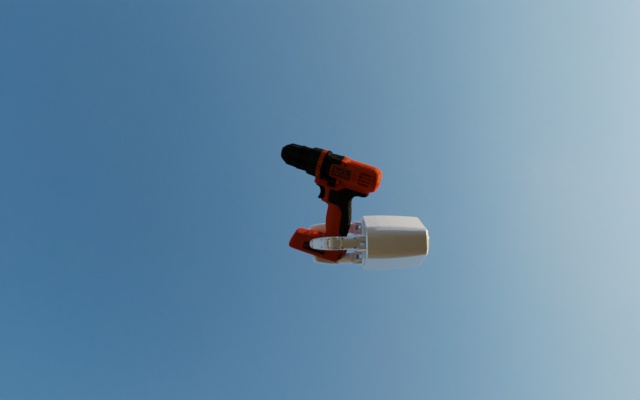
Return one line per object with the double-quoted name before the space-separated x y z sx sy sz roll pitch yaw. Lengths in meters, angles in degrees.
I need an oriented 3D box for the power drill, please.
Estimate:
"power drill" 0.000 0.003 0.855 0.184 0.188 0.057 19 18 13
